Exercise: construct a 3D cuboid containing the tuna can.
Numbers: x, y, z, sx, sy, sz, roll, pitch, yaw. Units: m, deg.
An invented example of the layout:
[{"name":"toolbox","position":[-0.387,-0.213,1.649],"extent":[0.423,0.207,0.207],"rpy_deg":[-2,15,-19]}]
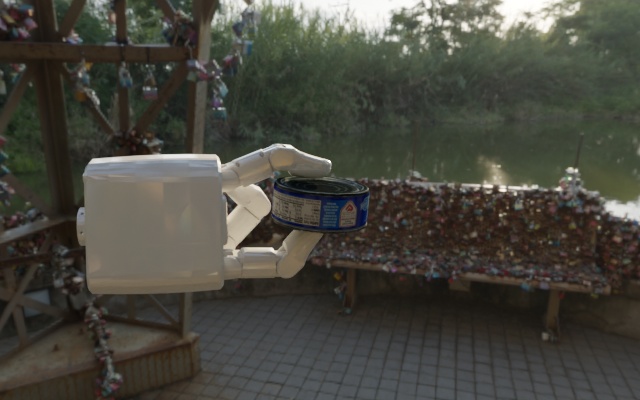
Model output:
[{"name":"tuna can","position":[0.000,0.001,0.421],"extent":[0.086,0.034,0.086],"rpy_deg":[5,12,-1]}]
